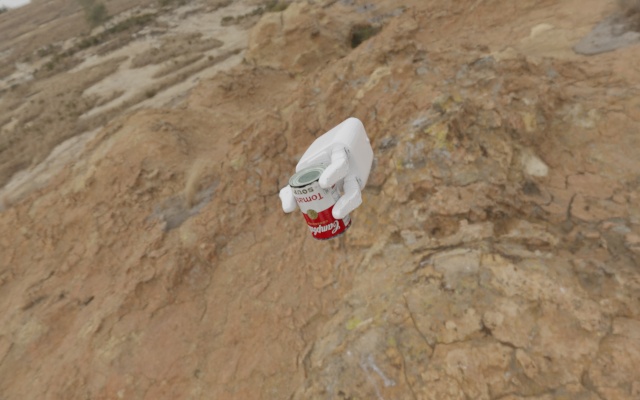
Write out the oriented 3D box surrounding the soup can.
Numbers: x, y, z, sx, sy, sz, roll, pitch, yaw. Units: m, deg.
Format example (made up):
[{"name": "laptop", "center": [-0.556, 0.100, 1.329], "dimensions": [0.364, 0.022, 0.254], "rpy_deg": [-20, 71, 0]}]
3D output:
[{"name": "soup can", "center": [0.000, 0.002, 0.745], "dimensions": [0.068, 0.102, 0.068], "rpy_deg": [-19, 26, 10]}]
